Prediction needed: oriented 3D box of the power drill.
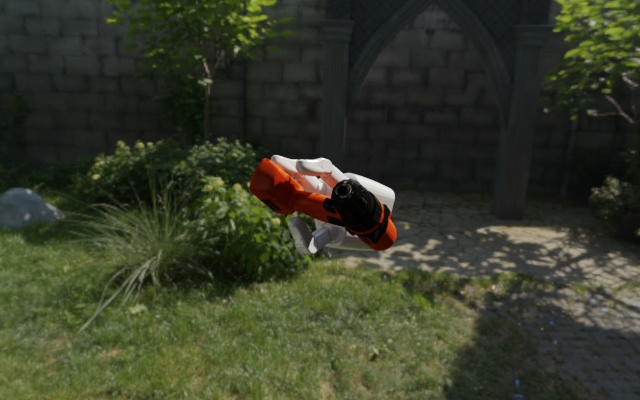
[{"bbox_3d":[0.000,0.002,0.632,0.187,0.057,0.184,21,-14,28],"label":"power drill"}]
